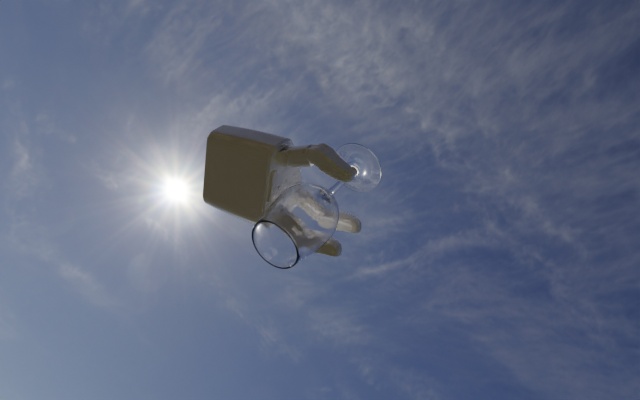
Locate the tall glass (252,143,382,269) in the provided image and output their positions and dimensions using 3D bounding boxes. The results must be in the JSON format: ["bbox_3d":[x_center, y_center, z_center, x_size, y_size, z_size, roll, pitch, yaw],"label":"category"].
[{"bbox_3d":[0.001,0.002,0.585,0.079,0.079,0.201,0,28,34],"label":"tall glass"}]
